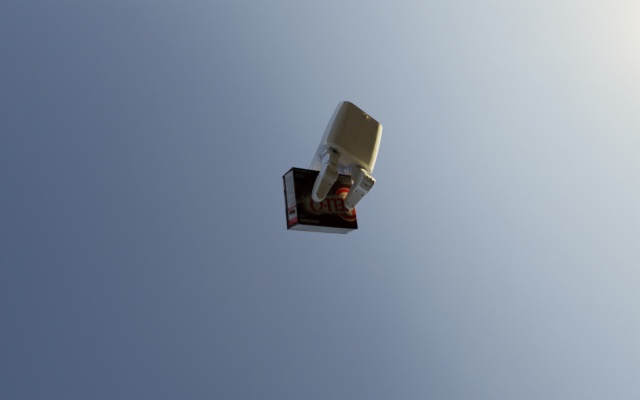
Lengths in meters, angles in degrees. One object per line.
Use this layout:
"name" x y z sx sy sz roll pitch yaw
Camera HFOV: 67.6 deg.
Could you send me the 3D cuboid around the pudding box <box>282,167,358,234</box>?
"pudding box" 0.000 0.002 0.730 0.113 0.090 0.039 5 -23 -32
